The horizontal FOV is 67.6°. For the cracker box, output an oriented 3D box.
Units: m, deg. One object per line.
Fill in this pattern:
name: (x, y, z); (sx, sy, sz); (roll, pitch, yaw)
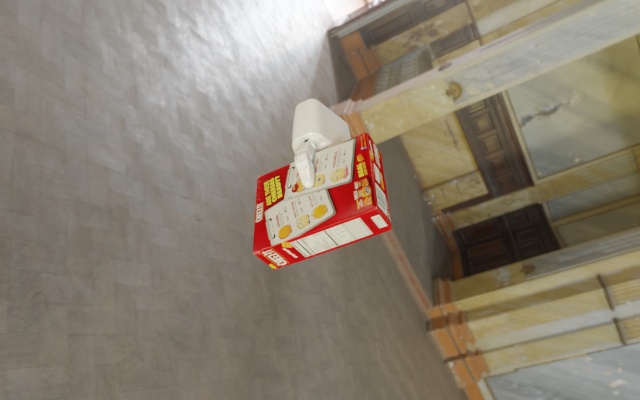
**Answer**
cracker box: (0.000, 0.002, 0.772); (0.214, 0.164, 0.072); (-22, -44, 21)
